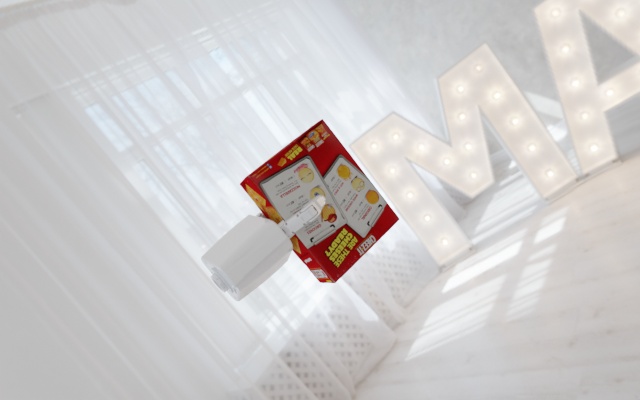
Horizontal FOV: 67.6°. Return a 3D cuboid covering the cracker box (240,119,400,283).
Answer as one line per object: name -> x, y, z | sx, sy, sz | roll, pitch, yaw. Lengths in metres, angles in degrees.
cracker box -> 0.000, 0.002, 0.782 | 0.164, 0.214, 0.072 | -41, 7, -23
